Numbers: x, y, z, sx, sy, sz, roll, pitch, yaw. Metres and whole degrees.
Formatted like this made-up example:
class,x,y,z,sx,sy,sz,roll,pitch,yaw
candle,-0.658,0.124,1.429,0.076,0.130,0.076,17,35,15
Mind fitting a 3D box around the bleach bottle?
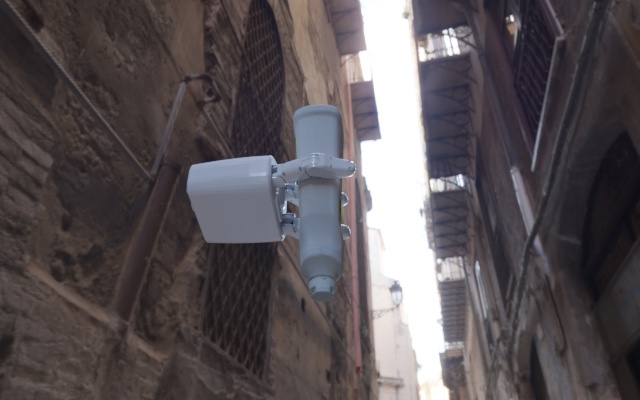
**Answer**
class,x,y,z,sx,sy,sz,roll,pitch,yaw
bleach bottle,0.000,0.002,0.608,0.068,0.250,0.103,-4,-35,5
